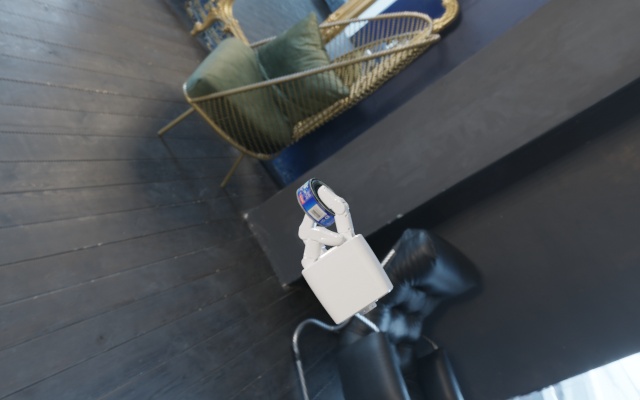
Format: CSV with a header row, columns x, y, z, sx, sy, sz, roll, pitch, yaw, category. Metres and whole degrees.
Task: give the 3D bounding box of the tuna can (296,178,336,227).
x,y,z,sx,sy,sz,roll,pitch,yaw,category
0.000,0.002,0.838,0.034,0.086,0.086,-40,-19,23,tuna can
